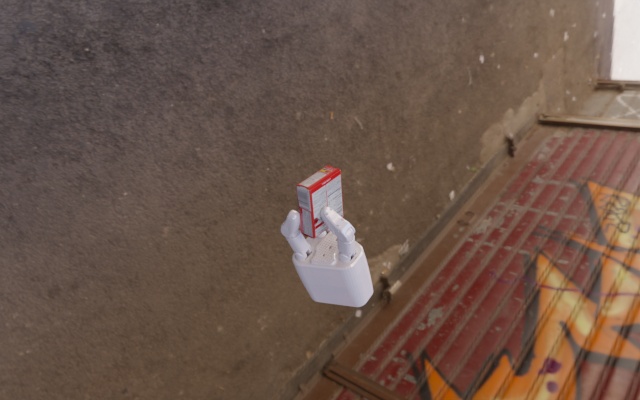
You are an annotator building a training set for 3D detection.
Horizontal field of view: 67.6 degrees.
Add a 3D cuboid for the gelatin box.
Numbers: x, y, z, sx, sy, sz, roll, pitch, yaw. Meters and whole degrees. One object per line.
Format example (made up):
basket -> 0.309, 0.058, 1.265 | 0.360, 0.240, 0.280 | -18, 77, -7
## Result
gelatin box -> 0.000, 0.002, 0.719 | 0.030, 0.089, 0.073 | 21, 40, 34
